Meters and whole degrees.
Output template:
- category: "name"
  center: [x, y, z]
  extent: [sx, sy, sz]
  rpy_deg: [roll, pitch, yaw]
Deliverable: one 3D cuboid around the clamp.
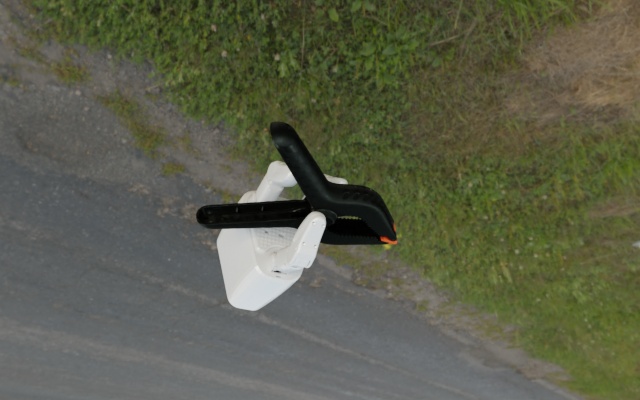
- category: "clamp"
  center: [0.000, 0.002, 0.478]
  extent: [0.210, 0.036, 0.165]
  rpy_deg: [15, -37, -24]
